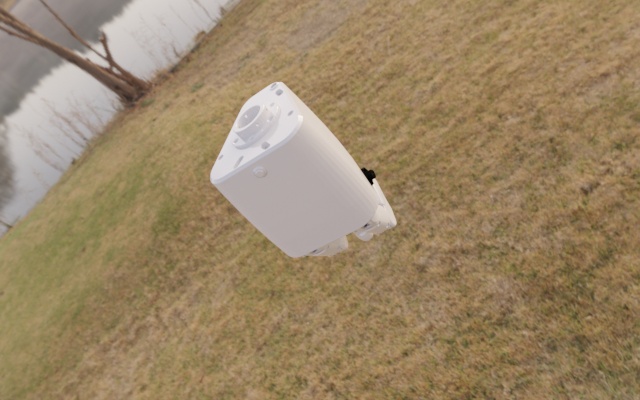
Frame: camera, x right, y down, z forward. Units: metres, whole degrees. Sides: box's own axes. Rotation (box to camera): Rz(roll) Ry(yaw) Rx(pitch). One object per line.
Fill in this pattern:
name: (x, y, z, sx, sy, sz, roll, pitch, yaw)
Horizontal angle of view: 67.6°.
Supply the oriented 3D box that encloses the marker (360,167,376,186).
marker: (0.000, 0.002, 0.465, 0.121, 0.020, 0.020, -28, -12, 22)
